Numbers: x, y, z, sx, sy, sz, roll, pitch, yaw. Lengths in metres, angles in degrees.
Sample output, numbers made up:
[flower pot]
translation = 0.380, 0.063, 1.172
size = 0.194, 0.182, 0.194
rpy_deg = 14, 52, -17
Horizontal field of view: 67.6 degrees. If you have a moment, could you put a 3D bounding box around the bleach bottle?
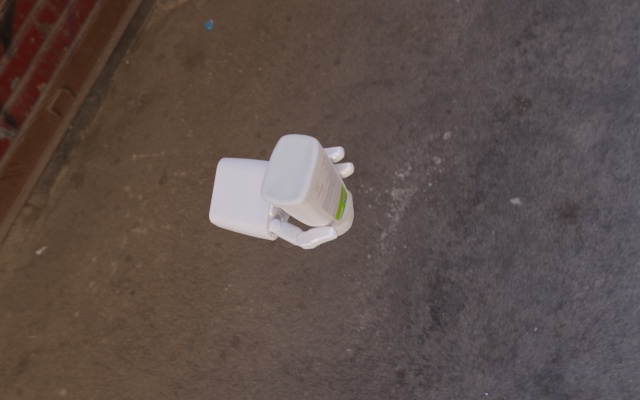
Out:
[bleach bottle]
translation = 0.000, 0.002, 0.706
size = 0.068, 0.102, 0.251
rpy_deg = 9, -18, 22
